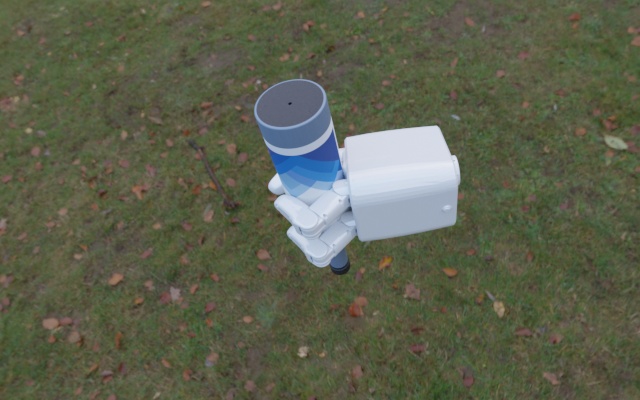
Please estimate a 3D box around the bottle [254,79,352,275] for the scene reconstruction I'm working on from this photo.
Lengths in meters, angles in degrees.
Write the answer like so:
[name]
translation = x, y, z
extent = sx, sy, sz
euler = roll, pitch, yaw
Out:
[bottle]
translation = 0.000, 0.002, 0.540
extent = 0.069, 0.069, 0.296
euler = 0, -37, 14
